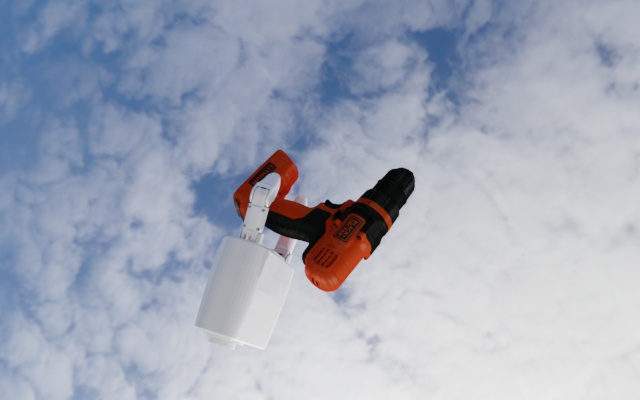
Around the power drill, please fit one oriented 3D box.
[{"bbox_3d":[0.000,0.002,0.588,0.187,0.184,0.057,26,-30,33],"label":"power drill"}]
